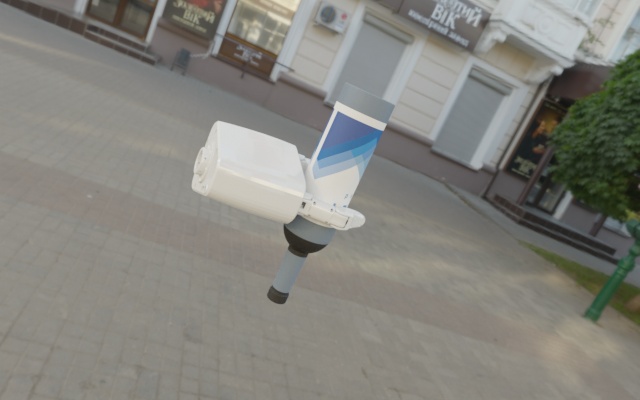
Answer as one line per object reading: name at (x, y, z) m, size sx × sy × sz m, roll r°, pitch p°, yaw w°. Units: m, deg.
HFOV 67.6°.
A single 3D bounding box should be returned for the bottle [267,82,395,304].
bottle at (0.000, 0.002, 0.606) m, size 0.069 × 0.296 × 0.069 m, roll 23°, pitch 14°, yaw -6°
